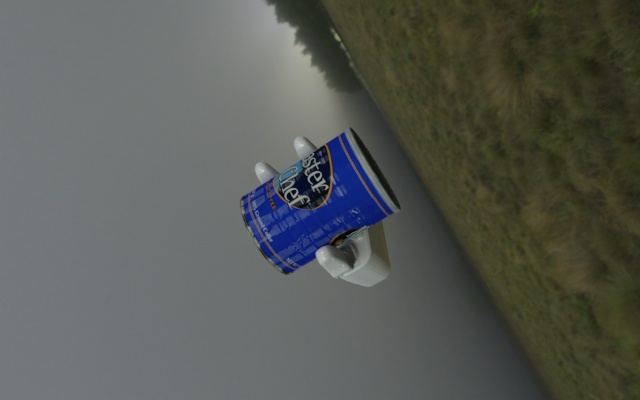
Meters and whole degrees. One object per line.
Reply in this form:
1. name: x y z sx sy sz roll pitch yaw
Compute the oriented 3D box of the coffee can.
1. coffee can: 0.000 0.002 0.516 0.140 0.103 0.103 -32 -7 12
